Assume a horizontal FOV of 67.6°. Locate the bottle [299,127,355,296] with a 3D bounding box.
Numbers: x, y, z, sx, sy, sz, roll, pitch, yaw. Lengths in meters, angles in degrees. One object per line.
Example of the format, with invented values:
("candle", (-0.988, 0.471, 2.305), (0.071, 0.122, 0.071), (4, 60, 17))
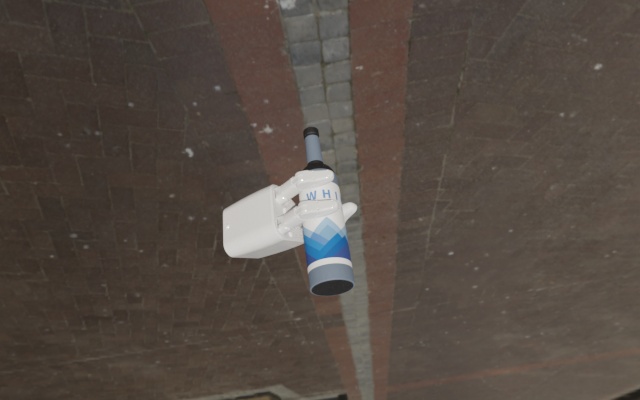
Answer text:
("bottle", (0.000, 0.003, 0.769), (0.069, 0.295, 0.069), (-6, -31, -4))
